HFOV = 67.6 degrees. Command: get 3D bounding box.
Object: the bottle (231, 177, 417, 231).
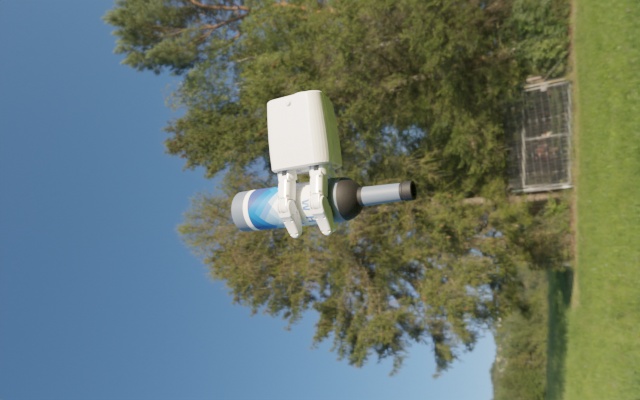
[{"bbox_3d":[0.000,0.002,0.725,0.296,0.069,0.069,-7,-4,29],"label":"bottle"}]
